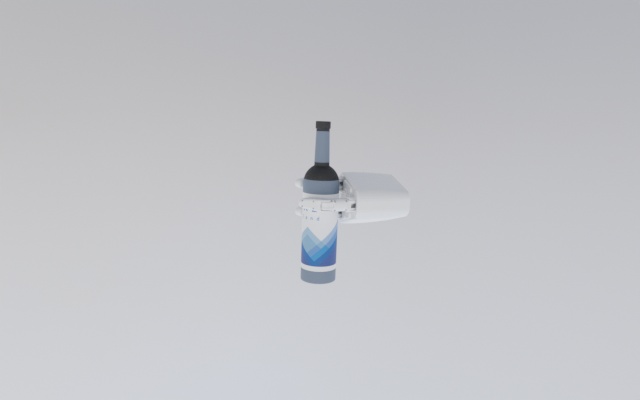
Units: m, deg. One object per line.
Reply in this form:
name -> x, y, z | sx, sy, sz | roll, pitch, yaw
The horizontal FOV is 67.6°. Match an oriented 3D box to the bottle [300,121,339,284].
bottle -> 0.000, 0.003, 0.880 | 0.069, 0.296, 0.069 | 2, 10, 0
